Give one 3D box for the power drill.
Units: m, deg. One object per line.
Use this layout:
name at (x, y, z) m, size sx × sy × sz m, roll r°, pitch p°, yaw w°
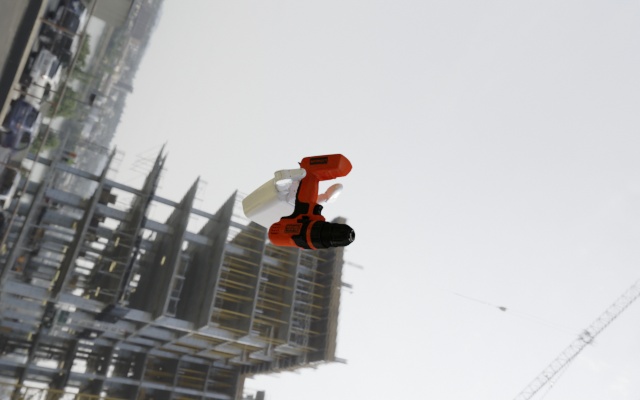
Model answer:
power drill at (0.000, 0.003, 0.893) m, size 0.184 × 0.187 × 0.057 m, roll -1°, pitch -32°, yaw 34°
